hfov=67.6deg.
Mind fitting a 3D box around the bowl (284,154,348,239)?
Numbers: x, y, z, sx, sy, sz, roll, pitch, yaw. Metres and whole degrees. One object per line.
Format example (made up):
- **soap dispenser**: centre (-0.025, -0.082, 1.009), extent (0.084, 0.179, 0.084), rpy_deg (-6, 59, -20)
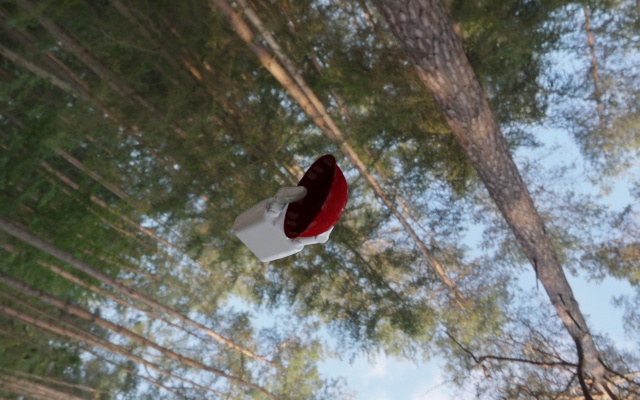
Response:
- **bowl**: centre (0.001, 0.003, 0.828), extent (0.055, 0.162, 0.162), rpy_deg (27, -11, -21)
